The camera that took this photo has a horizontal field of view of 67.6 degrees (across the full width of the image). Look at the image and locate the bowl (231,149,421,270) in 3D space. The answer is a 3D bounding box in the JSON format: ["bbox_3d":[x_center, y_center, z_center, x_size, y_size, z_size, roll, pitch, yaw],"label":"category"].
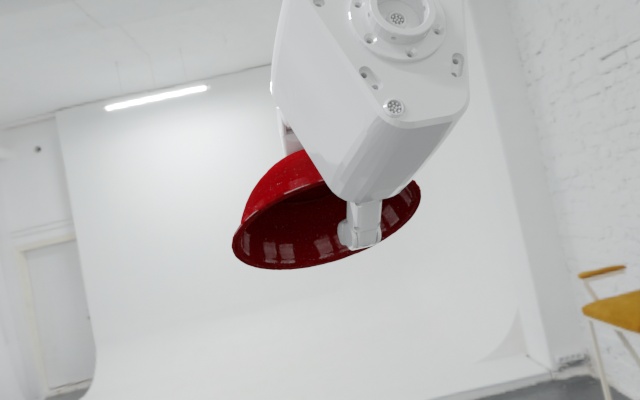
[{"bbox_3d":[-0.001,0.002,0.409,0.162,0.055,0.162,-14,-28,-8],"label":"bowl"}]
